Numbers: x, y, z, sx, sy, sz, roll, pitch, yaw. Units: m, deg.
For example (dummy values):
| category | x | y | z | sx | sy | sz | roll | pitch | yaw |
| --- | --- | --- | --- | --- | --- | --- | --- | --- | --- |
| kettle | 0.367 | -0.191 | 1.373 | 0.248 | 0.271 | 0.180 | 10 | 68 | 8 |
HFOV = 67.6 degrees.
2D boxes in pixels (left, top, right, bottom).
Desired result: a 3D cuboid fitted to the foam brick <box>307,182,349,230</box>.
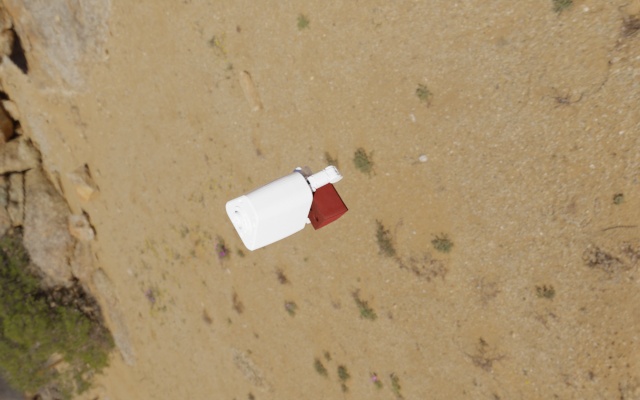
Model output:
| category | x | y | z | sx | sy | sz | roll | pitch | yaw |
| --- | --- | --- | --- | --- | --- | --- | --- | --- | --- |
| foam brick | 0.000 | 0.003 | 0.829 | 0.051 | 0.078 | 0.053 | -25 | -12 | -30 |
